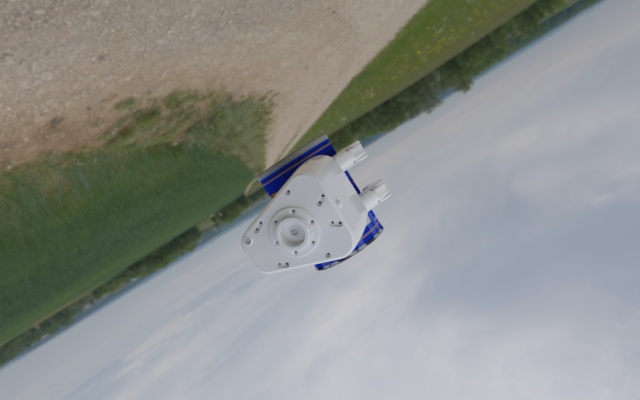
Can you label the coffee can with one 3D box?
[{"bbox_3d":[0.000,0.002,0.604,0.103,0.140,0.103,-32,5,3],"label":"coffee can"}]
